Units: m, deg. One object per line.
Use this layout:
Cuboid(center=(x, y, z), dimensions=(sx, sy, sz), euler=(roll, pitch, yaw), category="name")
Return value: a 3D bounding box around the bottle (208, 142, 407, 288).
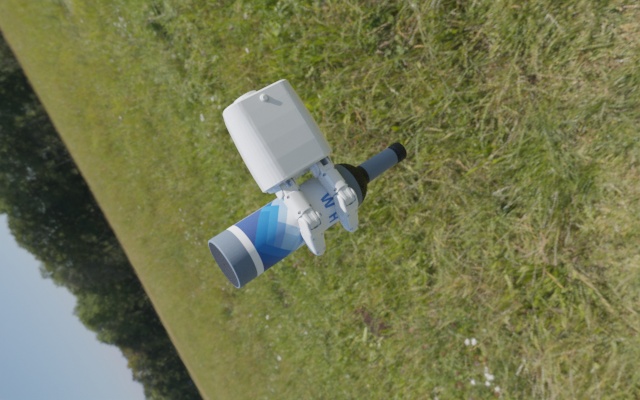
Cuboid(center=(0.000, 0.002, 0.615), dimensions=(0.295, 0.069, 0.069), euler=(-33, 15, -24), category="bottle")
